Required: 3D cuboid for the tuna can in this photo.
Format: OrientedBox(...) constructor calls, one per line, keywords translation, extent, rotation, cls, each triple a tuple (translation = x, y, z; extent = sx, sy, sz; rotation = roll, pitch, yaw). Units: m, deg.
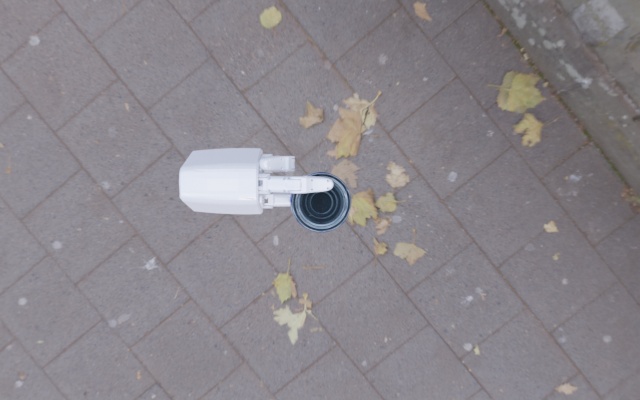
OrientedBox(translation=(0.000, 0.002, 0.676), extent=(0.086, 0.086, 0.034), rotation=(0, 2, -6), cls="tuna can")
